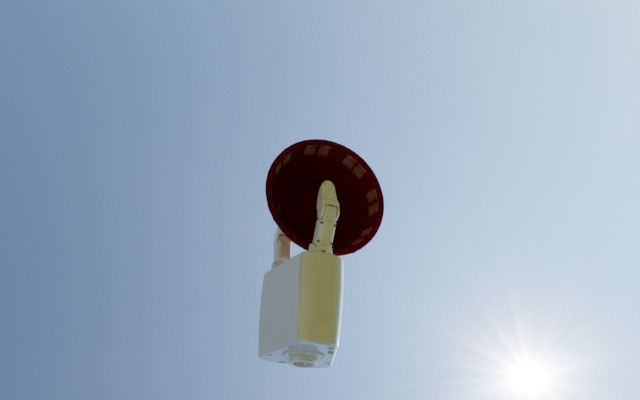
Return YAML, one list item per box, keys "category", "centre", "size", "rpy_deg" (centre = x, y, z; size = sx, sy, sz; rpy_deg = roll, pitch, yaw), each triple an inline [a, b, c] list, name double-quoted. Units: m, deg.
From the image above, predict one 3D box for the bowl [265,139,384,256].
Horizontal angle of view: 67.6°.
- category: "bowl"
  centre: [0.000, 0.001, 0.632]
  size: [0.162, 0.162, 0.055]
  rpy_deg: [0, -21, -21]
